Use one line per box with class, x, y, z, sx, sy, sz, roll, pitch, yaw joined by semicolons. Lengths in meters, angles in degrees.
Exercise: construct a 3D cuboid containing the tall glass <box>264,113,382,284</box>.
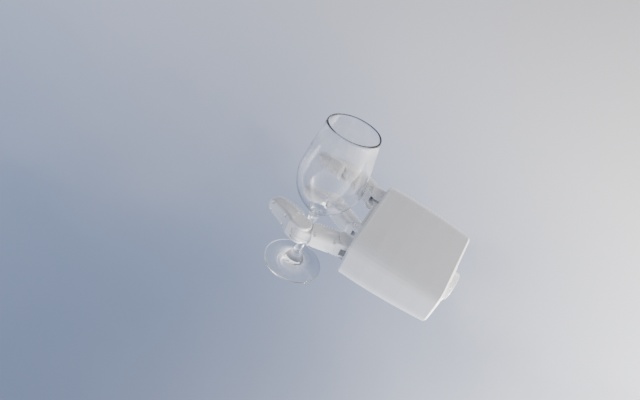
tall glass;0.000;0.002;0.546;0.079;0.201;0.079;17;35;-12
